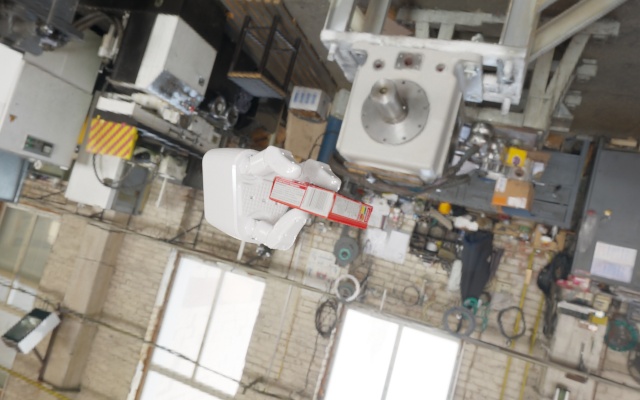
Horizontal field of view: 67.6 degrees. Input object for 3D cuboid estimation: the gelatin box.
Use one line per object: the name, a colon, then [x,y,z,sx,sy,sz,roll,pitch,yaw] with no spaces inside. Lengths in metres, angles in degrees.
gelatin box: [0.000,0.002,0.516,0.089,0.030,0.073,17,-1,40]
